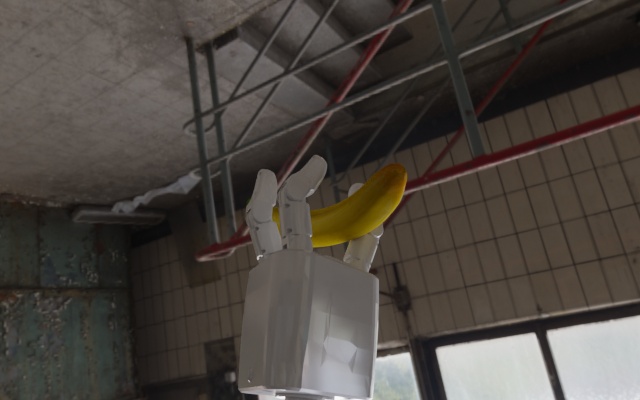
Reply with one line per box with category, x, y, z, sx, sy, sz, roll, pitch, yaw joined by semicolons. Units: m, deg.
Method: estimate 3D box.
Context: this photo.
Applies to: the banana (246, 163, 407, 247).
banana;0.009;0.013;0.456;0.198;0.037;0.070;-13;-46;41
